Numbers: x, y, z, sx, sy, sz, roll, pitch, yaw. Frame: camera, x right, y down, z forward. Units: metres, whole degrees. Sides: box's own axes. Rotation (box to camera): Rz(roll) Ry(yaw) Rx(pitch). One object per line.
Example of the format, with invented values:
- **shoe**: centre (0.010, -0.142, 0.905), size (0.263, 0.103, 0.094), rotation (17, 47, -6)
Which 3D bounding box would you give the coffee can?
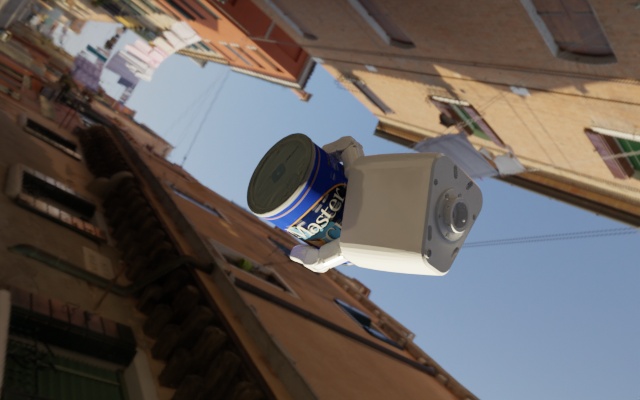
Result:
- **coffee can**: centre (0.000, 0.002, 0.558), size (0.140, 0.102, 0.103), rotation (34, -22, -35)
